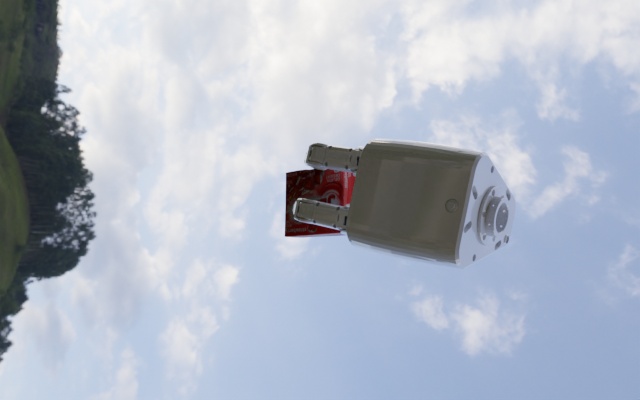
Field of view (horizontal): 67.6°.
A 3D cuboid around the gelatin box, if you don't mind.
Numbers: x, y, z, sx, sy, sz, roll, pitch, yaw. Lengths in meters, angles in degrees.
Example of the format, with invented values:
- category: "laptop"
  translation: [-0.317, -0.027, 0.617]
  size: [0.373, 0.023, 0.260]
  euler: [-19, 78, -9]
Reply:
- category: "gelatin box"
  translation: [0.000, 0.002, 0.510]
  size: [0.089, 0.073, 0.030]
  euler: [-7, -10, 44]
